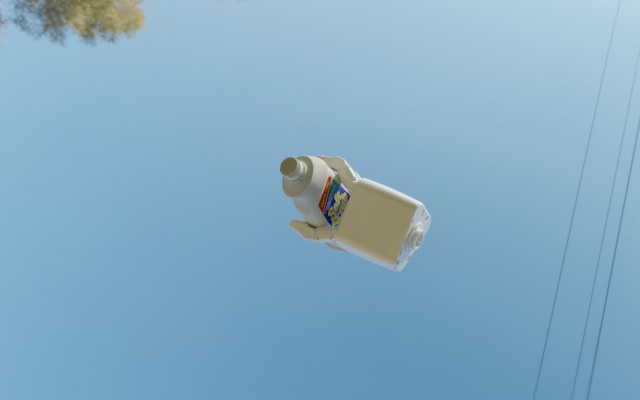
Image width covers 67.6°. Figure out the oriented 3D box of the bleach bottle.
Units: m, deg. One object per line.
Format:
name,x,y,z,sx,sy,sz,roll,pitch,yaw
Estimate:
bleach bottle,0.000,0.002,0.780,0.068,0.102,0.251,25,-9,31
